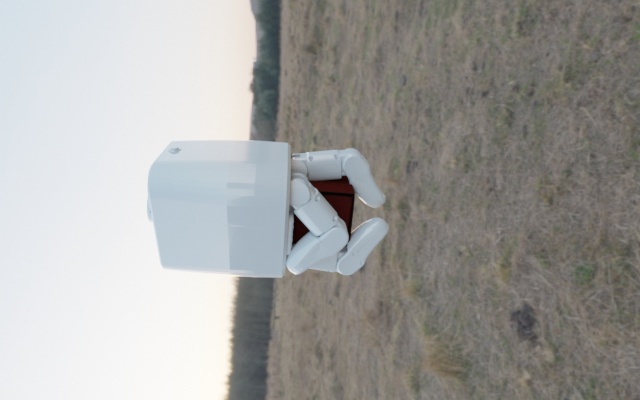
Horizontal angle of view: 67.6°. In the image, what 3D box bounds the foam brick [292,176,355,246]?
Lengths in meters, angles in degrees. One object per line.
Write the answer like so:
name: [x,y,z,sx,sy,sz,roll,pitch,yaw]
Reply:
foam brick: [0.000,0.001,0.444,0.051,0.053,0.078,3,22,-5]
